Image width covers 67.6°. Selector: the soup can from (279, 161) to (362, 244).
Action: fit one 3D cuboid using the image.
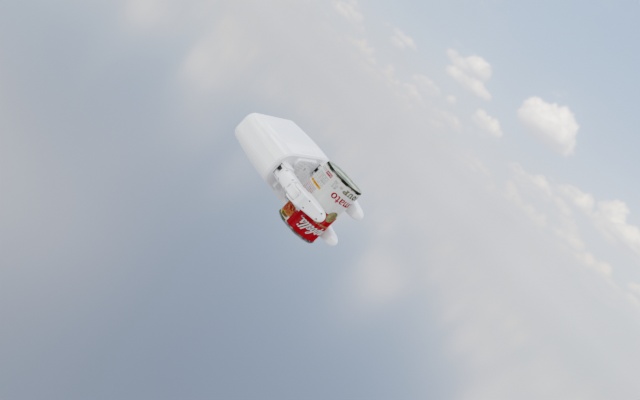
[{"bbox_3d":[0.001,0.002,0.676,0.102,0.068,0.068,-45,-11,11],"label":"soup can"}]
